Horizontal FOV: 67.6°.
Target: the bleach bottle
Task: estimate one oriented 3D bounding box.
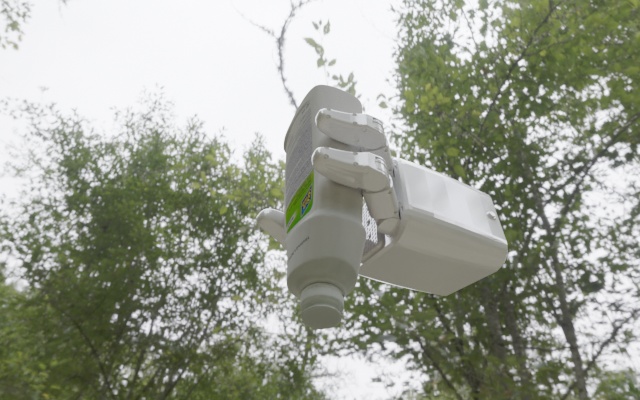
[{"bbox_3d":[0.000,0.001,0.424,0.068,0.250,0.103,18,-49,-14],"label":"bleach bottle"}]
